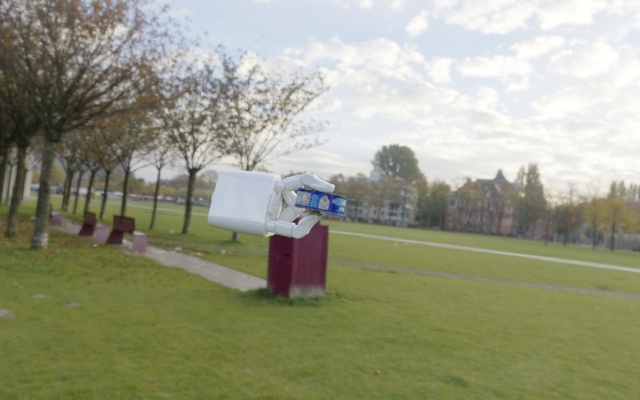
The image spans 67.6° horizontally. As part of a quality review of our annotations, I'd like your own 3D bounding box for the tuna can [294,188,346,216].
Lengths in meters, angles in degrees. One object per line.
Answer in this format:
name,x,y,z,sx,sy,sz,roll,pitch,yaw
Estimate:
tuna can,0.000,0.002,0.811,0.086,0.034,0.086,11,-1,0
